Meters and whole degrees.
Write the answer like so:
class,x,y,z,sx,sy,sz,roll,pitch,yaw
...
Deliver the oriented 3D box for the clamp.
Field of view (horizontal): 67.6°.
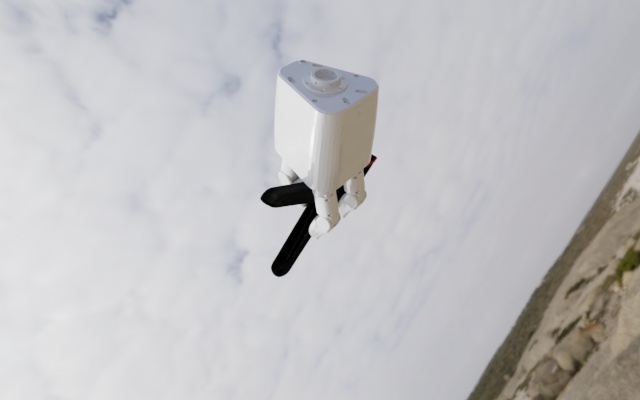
class,x,y,z,sx,sy,sz,roll,pitch,yaw
clamp,0.000,0.001,0.637,0.036,0.165,0.210,34,51,24
